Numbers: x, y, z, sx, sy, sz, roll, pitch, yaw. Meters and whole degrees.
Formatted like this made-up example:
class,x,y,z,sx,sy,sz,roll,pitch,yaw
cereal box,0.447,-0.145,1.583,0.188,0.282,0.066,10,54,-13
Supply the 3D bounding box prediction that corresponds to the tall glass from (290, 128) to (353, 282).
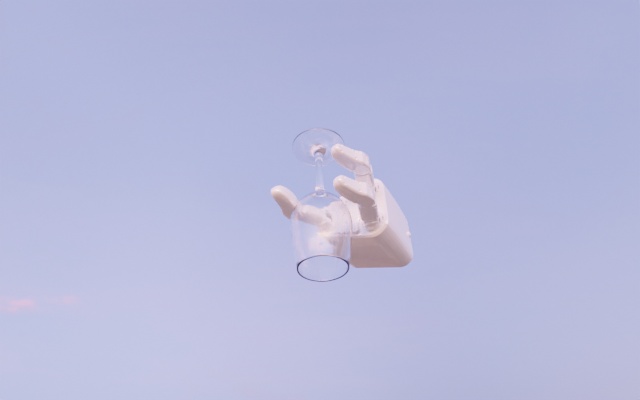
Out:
class,x,y,z,sx,sy,sz,roll,pitch,yaw
tall glass,0.000,0.001,0.616,0.079,0.200,0.079,-1,-39,-1
